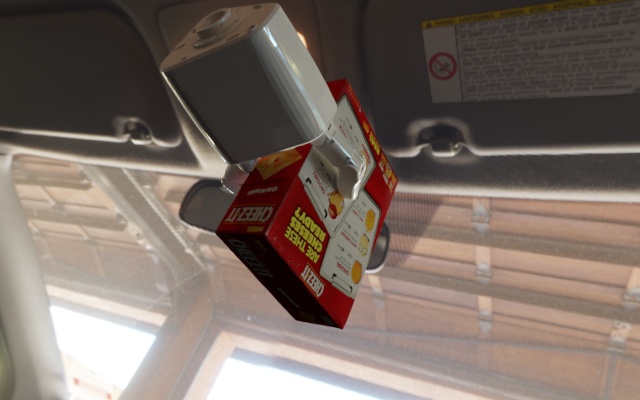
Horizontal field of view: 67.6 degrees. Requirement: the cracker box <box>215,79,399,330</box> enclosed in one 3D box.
[{"bbox_3d":[0.000,0.002,0.517,0.072,0.213,0.164,-1,-42,35],"label":"cracker box"}]
